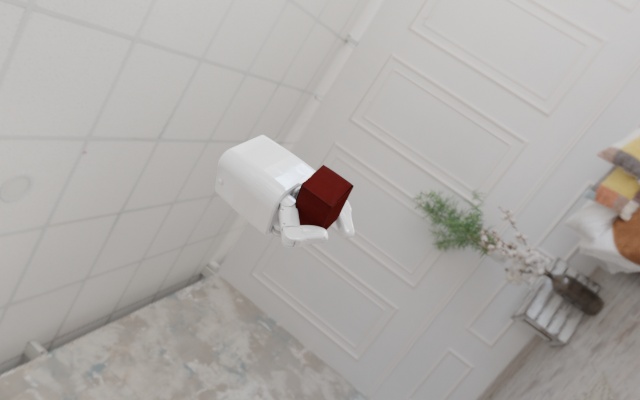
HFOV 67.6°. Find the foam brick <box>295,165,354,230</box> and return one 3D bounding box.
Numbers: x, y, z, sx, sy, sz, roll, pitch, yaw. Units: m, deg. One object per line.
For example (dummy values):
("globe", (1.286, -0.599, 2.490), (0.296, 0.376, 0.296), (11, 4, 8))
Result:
("foam brick", (0.000, 0.002, 0.640), (0.053, 0.051, 0.078), (-43, -15, -37))
